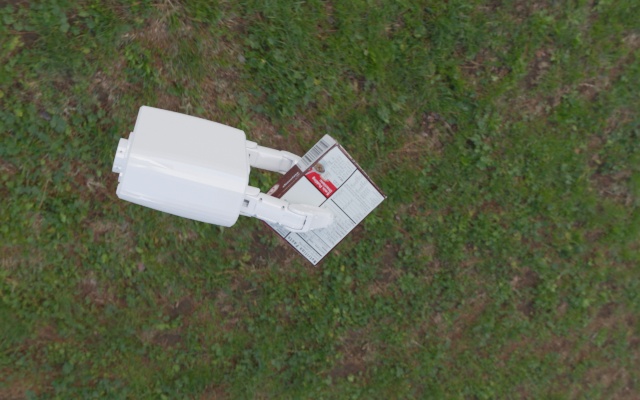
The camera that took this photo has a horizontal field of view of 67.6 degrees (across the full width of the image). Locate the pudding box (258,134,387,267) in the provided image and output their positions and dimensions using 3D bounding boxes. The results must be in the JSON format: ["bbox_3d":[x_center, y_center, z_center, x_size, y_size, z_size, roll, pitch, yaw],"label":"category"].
[{"bbox_3d":[0.000,0.002,0.507,0.090,0.113,0.039,45,5,-27],"label":"pudding box"}]
